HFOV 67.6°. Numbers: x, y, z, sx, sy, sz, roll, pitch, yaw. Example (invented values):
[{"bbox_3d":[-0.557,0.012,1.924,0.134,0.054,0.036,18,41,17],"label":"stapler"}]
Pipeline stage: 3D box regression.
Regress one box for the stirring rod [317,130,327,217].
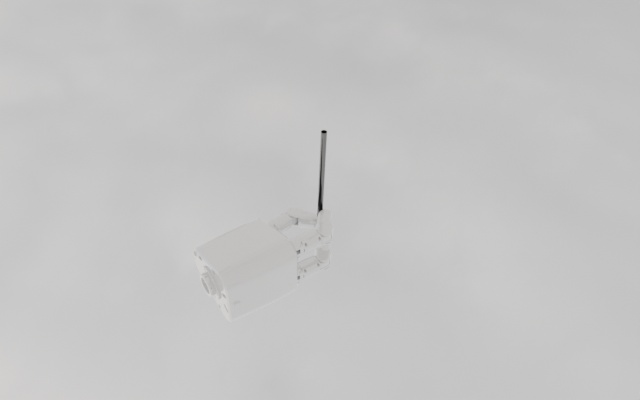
[{"bbox_3d":[0.000,0.002,0.689,0.011,0.240,0.011,2,42,-1],"label":"stirring rod"}]
